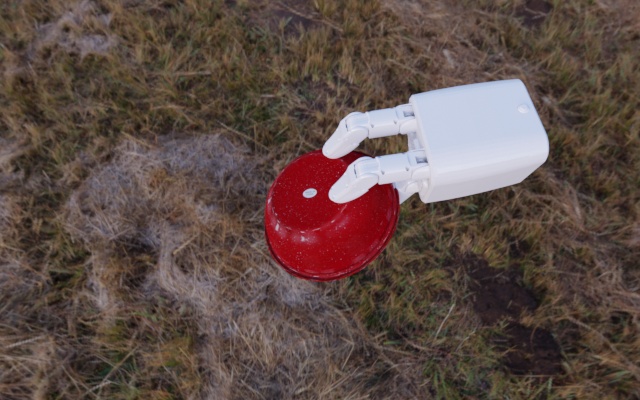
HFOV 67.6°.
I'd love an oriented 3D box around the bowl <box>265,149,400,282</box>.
[{"bbox_3d":[-0.001,0.002,0.512,0.162,0.162,0.055,0,-26,25],"label":"bowl"}]
